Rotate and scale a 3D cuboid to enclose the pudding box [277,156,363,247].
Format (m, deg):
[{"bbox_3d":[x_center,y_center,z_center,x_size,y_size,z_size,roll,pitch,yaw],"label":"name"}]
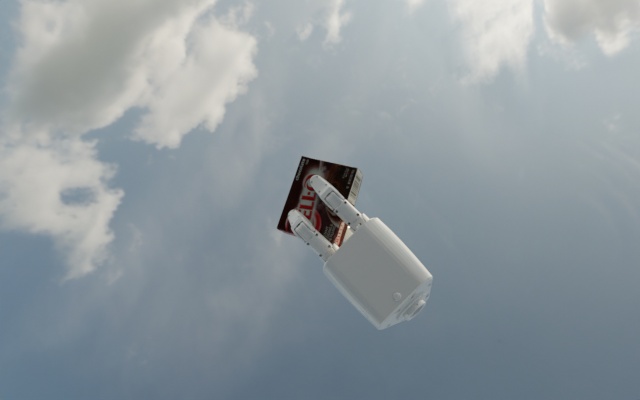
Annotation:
[{"bbox_3d":[0.000,0.002,0.665,0.090,0.113,0.039,15,-11,25],"label":"pudding box"}]
